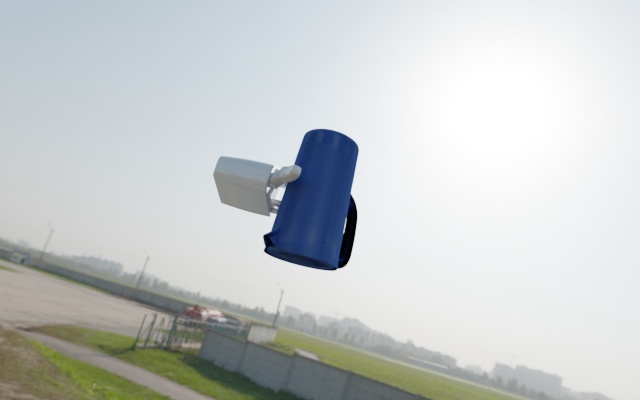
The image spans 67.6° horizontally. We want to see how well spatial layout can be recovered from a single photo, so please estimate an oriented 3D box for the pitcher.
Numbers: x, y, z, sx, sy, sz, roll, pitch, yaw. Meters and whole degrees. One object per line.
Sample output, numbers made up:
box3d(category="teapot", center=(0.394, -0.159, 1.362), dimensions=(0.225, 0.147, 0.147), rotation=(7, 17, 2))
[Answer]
box3d(category="pitcher", center=(0.000, 0.003, 0.869), dimensions=(0.145, 0.242, 0.149), rotation=(12, -16, 10))
